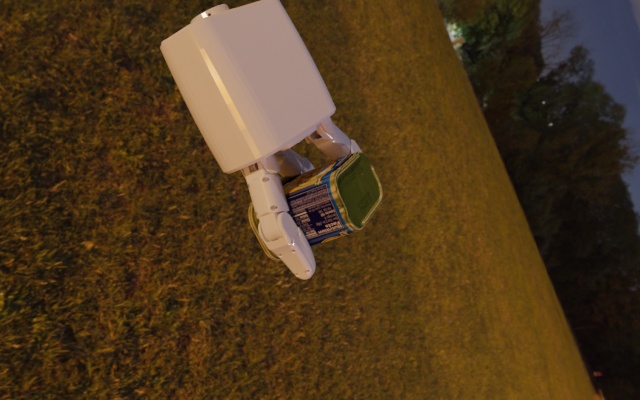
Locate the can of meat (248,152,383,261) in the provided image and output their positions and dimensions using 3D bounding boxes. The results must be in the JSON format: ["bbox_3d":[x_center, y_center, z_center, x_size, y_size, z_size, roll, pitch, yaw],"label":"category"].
[{"bbox_3d":[0.000,0.001,0.419,0.084,0.057,0.102,-20,12,27],"label":"can of meat"}]
